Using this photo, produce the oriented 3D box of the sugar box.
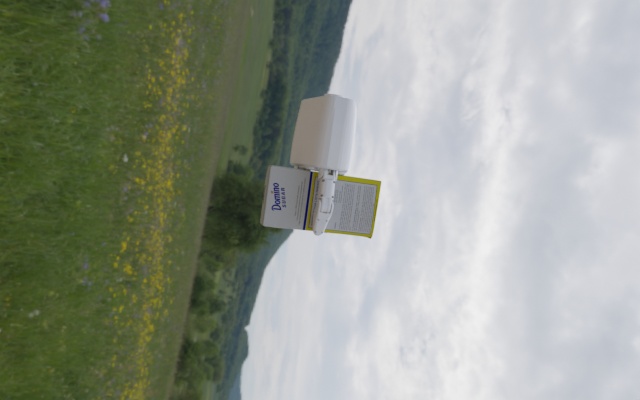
[{"bbox_3d":[0.000,0.002,0.740,0.176,0.093,0.048,8,2,-11],"label":"sugar box"}]
